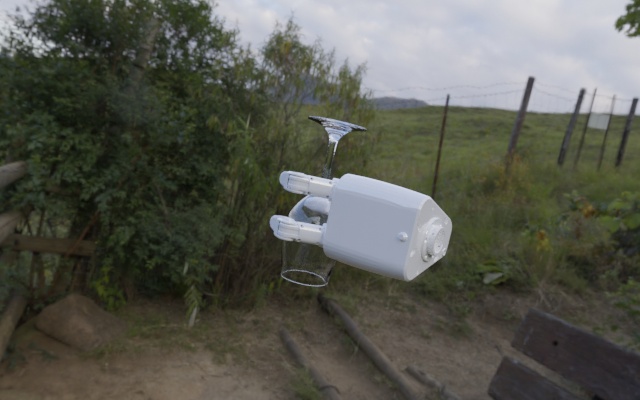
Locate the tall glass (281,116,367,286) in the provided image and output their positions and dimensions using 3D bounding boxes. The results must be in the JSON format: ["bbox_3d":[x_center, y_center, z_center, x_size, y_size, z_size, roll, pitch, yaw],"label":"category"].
[{"bbox_3d":[0.000,0.001,0.597,0.079,0.201,0.079,12,5,-1],"label":"tall glass"}]
